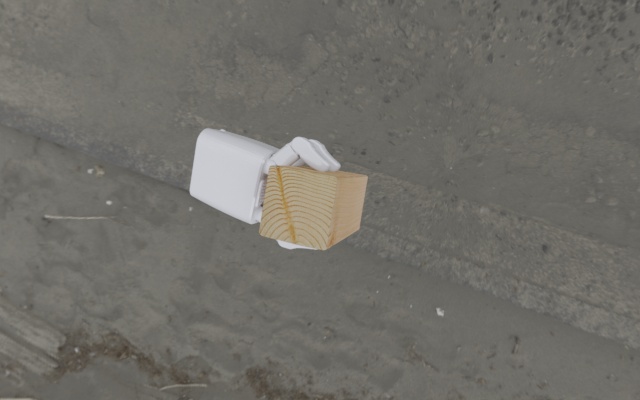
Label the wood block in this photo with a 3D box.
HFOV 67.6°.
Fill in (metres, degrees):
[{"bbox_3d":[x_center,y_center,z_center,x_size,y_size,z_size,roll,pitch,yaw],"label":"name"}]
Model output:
[{"bbox_3d":[0.000,0.002,0.668,0.090,0.091,0.206,11,7,15],"label":"wood block"}]
